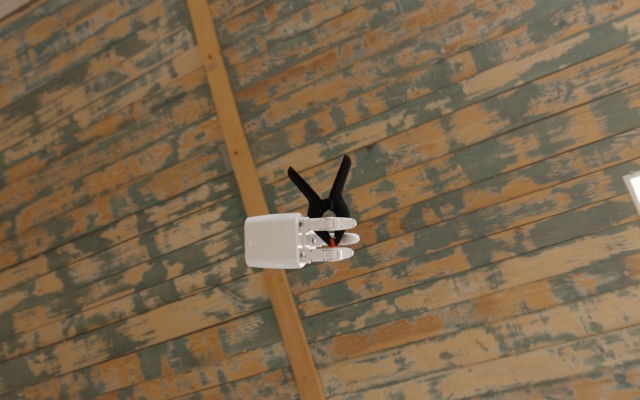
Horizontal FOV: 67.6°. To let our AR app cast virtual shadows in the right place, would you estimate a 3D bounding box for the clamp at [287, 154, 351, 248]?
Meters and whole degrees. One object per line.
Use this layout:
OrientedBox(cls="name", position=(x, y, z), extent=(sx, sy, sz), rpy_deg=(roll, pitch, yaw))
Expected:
OrientedBox(cls="clamp", position=(0.000, 0.003, 0.883), extent=(0.120, 0.171, 0.039), rpy_deg=(-3, -5, 16))
